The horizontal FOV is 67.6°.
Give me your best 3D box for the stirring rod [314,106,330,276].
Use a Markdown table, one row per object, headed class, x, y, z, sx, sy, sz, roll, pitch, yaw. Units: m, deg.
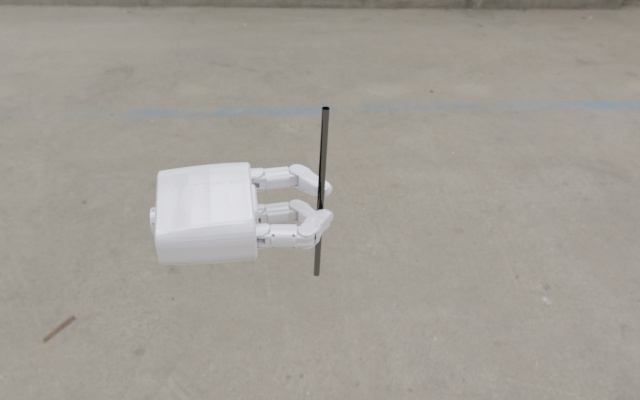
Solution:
| class | x | y | z | sx | sy | sz | roll | pitch | yaw |
| --- | --- | --- | --- | --- | --- | --- | --- | --- | --- |
| stirring rod | 0.000 | 0.002 | 0.557 | 0.011 | 0.240 | 0.011 | 2 | 38 | -2 |
